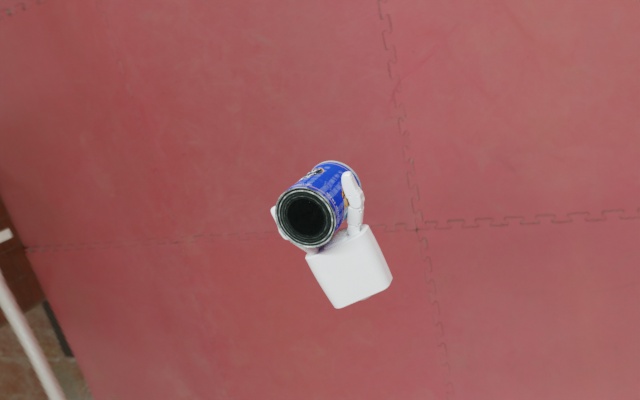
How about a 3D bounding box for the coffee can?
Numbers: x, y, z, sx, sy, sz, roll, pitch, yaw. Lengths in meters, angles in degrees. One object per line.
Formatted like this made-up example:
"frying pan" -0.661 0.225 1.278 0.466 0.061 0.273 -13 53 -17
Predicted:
"coffee can" 0.000 0.002 0.794 0.103 0.103 0.140 0 21 22
